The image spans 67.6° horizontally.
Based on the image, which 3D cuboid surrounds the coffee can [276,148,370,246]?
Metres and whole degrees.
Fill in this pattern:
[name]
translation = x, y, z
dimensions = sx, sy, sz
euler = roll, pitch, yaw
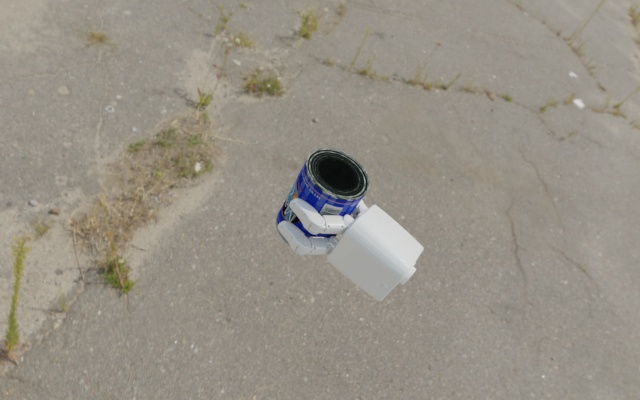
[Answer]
[coffee can]
translation = 0.000, 0.002, 0.747
dimensions = 0.103, 0.102, 0.140
euler = 0, -39, -29
